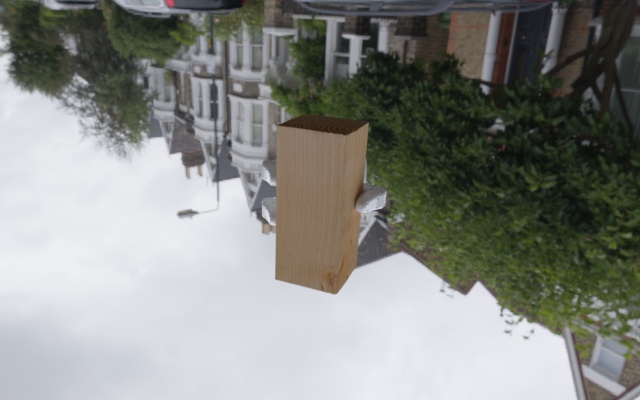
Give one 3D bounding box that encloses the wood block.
[{"bbox_3d":[0.001,0.002,0.616,0.091,0.206,0.090,10,22,19],"label":"wood block"}]
